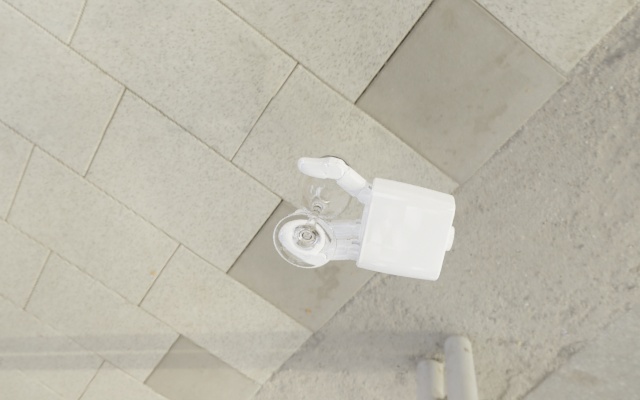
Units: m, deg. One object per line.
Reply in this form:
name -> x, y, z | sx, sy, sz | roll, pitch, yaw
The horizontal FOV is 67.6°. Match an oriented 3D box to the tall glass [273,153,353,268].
tall glass -> 0.000, 0.002, 0.631 | 0.079, 0.079, 0.201 | 0, 27, 11
